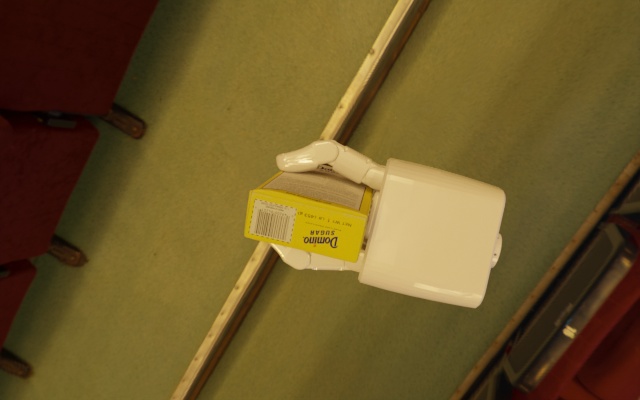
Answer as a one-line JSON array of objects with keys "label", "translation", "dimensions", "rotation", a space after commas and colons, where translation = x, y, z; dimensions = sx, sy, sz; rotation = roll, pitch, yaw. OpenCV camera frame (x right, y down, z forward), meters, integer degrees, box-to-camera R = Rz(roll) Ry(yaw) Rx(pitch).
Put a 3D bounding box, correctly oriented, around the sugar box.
[{"label": "sugar box", "translation": [0.000, 0.002, 0.444], "dimensions": [0.093, 0.048, 0.176], "rotation": [14, 12, 6]}]
